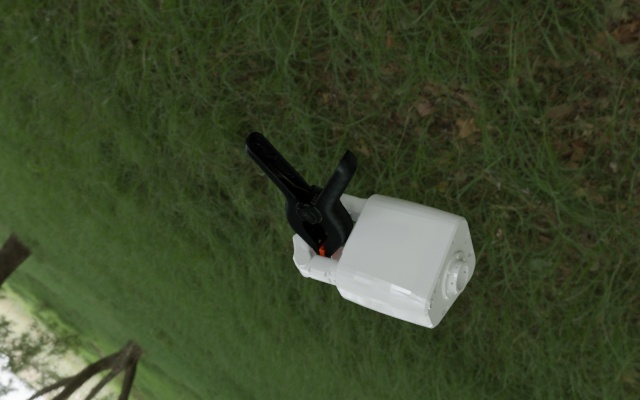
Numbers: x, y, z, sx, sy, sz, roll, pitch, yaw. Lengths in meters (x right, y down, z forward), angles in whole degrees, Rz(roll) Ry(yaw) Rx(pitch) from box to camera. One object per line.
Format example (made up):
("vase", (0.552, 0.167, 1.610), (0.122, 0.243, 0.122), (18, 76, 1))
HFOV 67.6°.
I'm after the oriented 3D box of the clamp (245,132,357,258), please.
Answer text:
("clamp", (0.000, 0.002, 0.495), (0.120, 0.039, 0.172), (14, -35, 38))
